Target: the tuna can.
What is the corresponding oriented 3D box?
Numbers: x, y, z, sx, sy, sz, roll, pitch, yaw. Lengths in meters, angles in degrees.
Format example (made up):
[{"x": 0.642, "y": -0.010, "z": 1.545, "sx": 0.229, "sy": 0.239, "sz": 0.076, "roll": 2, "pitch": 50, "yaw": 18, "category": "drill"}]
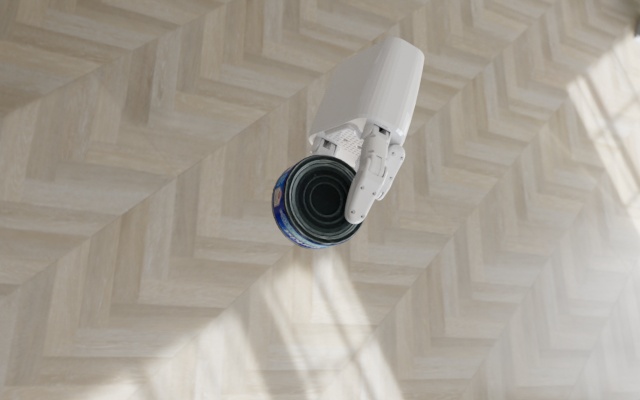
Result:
[{"x": 0.000, "y": 0.001, "z": 0.443, "sx": 0.086, "sy": 0.086, "sz": 0.034, "roll": 0, "pitch": -10, "yaw": -24, "category": "tuna can"}]
